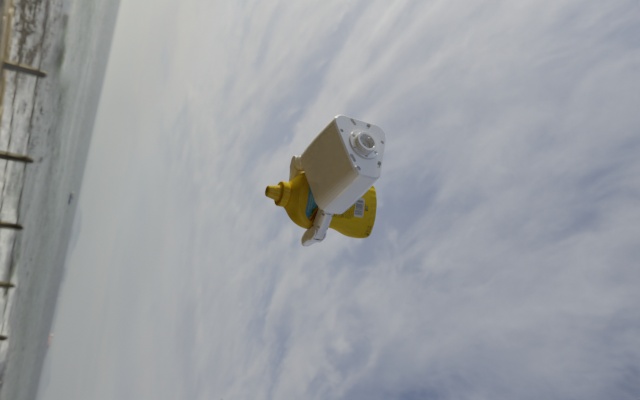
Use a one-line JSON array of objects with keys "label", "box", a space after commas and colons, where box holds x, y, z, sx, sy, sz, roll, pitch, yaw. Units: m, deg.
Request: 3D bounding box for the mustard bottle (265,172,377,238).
[{"label": "mustard bottle", "box": [0.000, 0.003, 0.792, 0.191, 0.096, 0.058, 12, -10, -26]}]
